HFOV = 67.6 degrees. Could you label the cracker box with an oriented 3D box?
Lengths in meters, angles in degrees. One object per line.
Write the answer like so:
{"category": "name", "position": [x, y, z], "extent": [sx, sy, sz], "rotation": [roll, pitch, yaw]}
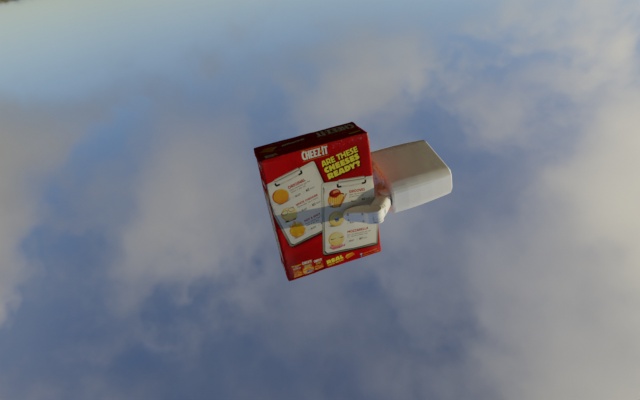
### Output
{"category": "cracker box", "position": [0.000, 0.003, 0.747], "extent": [0.164, 0.214, 0.072], "rotation": [-17, 29, -11]}
